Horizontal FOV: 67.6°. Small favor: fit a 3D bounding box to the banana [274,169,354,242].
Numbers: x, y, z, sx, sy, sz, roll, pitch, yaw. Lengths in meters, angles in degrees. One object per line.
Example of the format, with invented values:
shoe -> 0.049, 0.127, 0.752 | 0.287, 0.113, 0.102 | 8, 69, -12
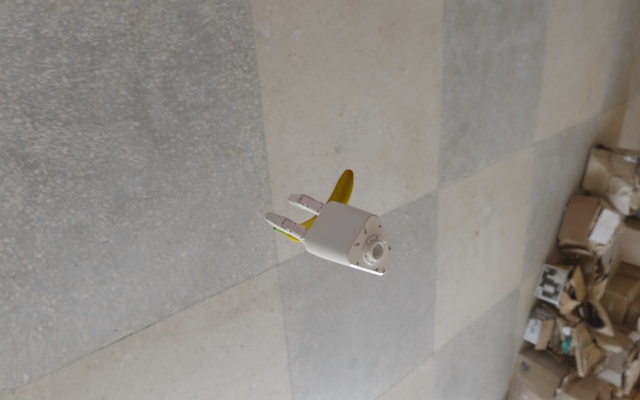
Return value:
banana -> 0.006, 0.020, 0.901 | 0.197, 0.070, 0.037 | -39, 26, -25
